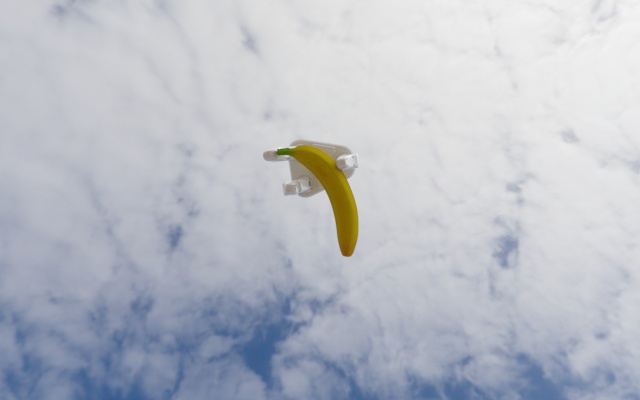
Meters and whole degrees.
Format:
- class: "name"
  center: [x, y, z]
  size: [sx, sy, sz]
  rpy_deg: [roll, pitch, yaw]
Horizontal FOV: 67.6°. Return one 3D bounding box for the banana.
- class: "banana"
  center: [0.014, -0.011, 0.729]
  size: [0.069, 0.198, 0.037]
  rpy_deg: [-33, 4, 1]
